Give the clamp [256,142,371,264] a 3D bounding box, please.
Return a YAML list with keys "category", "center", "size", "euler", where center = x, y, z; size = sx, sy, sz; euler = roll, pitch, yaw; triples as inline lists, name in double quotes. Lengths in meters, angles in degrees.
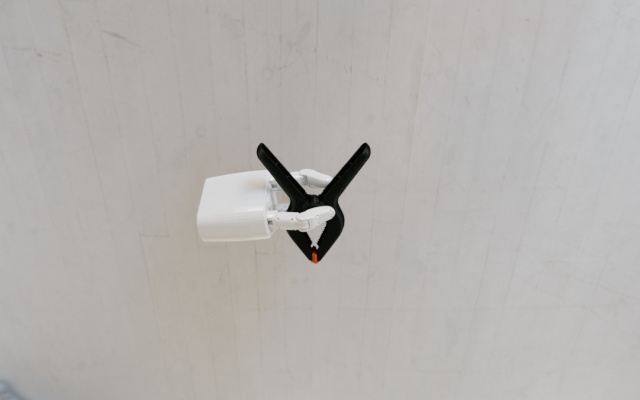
- category: "clamp"
  center: [0.000, 0.003, 0.729]
  size: [0.164, 0.210, 0.036]
  euler: [-6, 28, 4]
